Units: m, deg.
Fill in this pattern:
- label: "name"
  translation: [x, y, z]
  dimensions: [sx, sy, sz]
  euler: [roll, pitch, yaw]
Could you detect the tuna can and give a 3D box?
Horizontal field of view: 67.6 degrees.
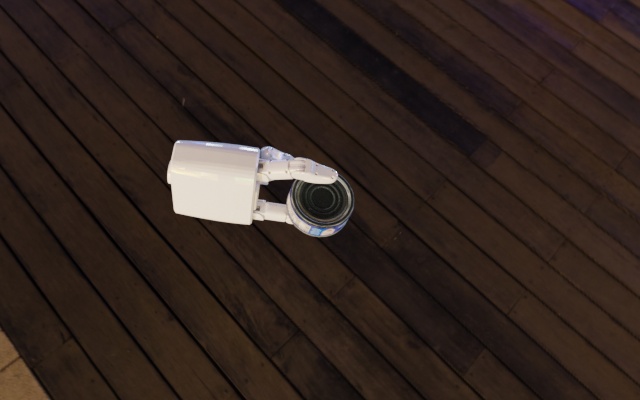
- label: "tuna can"
  translation: [0.000, 0.002, 0.620]
  dimensions: [0.086, 0.086, 0.034]
  euler: [0, -24, -13]
